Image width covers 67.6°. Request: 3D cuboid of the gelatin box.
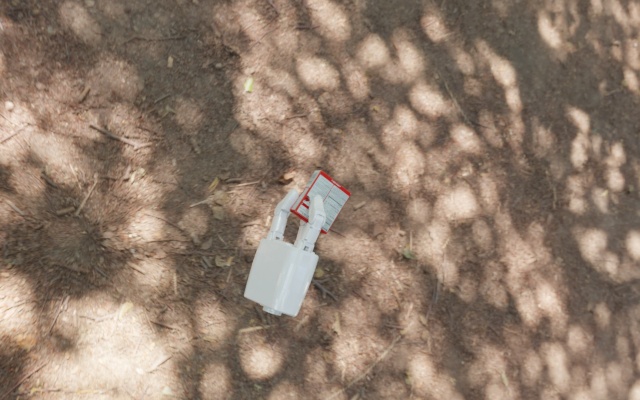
[{"bbox_3d":[0.000,0.002,0.835,0.073,0.089,0.030,36,-11,-21],"label":"gelatin box"}]
